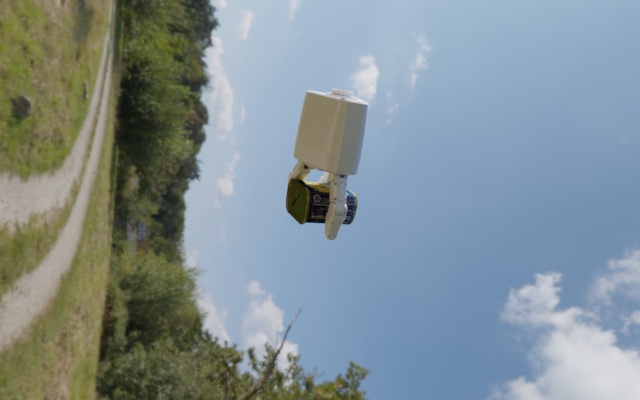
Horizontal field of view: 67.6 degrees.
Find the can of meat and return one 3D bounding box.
[{"bbox_3d":[0.000,0.003,0.754,0.084,0.057,0.102,4,13,-21],"label":"can of meat"}]
